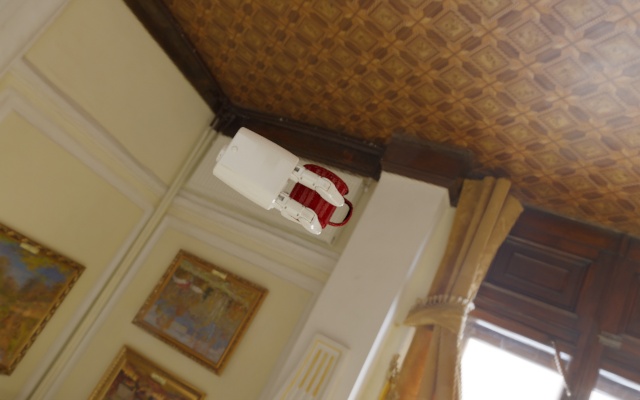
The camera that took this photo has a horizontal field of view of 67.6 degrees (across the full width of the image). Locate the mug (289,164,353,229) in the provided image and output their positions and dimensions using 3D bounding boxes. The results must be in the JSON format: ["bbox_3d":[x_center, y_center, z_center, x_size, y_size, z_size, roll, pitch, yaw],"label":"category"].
[{"bbox_3d":[0.001,0.004,0.823,0.117,0.081,0.093,31,-19,-4],"label":"mug"}]
